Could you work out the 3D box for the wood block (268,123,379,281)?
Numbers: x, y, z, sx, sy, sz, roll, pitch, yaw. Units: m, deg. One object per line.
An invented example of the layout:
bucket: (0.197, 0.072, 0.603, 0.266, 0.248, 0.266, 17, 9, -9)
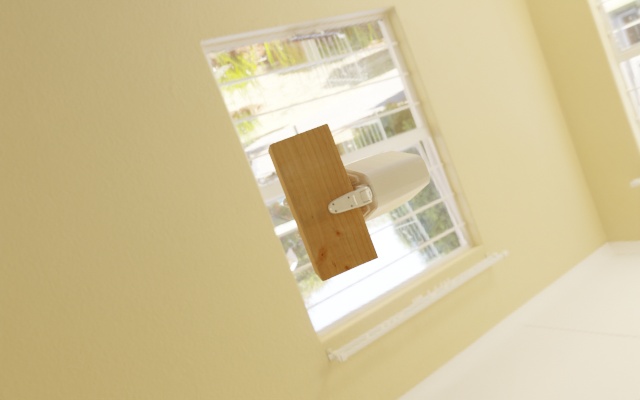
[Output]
wood block: (0.001, 0.002, 0.710, 0.090, 0.206, 0.091, -22, 3, -8)
